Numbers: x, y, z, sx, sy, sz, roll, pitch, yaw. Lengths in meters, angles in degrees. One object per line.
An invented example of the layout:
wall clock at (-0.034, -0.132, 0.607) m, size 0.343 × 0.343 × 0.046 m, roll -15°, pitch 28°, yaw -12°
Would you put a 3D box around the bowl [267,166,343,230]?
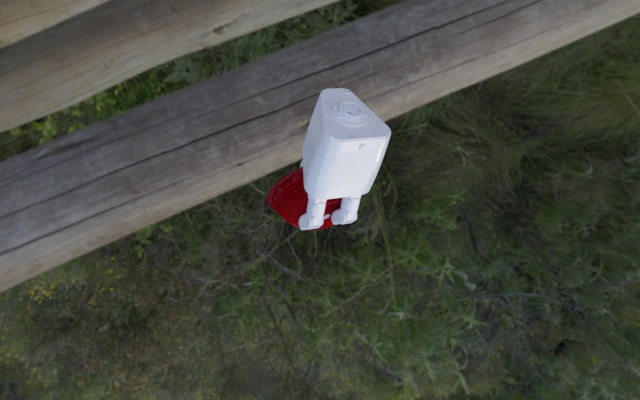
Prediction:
bowl at (0.000, 0.003, 0.760) m, size 0.162 × 0.055 × 0.162 m, roll -15°, pitch -25°, yaw -7°
